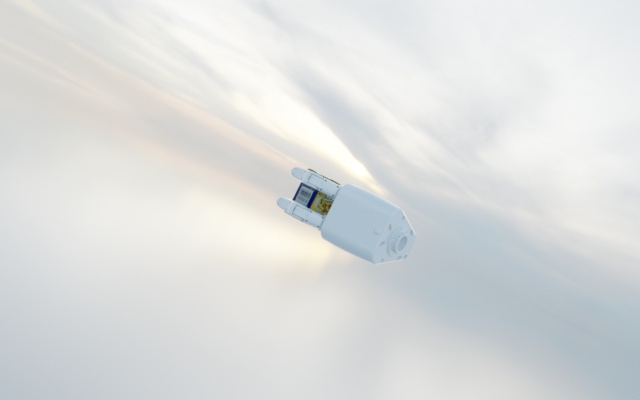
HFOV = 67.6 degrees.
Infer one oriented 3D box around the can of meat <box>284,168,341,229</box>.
[{"bbox_3d":[0.000,0.002,0.811,0.057,0.084,0.102,27,1,43],"label":"can of meat"}]
